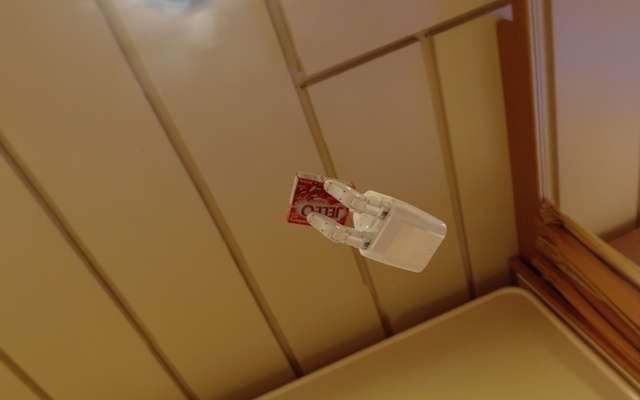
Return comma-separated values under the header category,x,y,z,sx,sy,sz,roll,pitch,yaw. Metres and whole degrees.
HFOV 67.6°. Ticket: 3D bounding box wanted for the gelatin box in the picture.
category,x,y,z,sx,sy,sz,roll,pitch,yaw
gelatin box,0.000,0.002,0.707,0.089,0.073,0.030,10,22,-14
